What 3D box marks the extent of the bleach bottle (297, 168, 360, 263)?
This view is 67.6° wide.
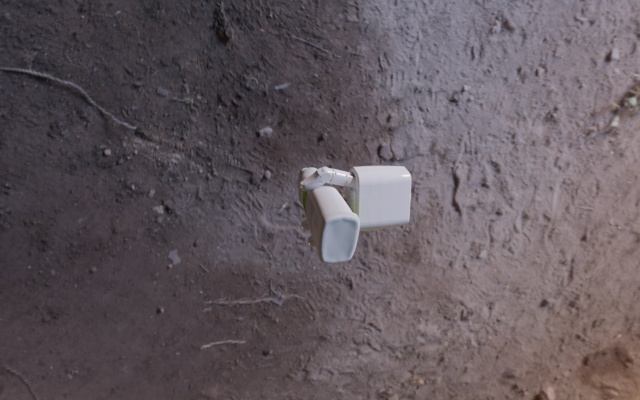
[{"bbox_3d":[0.000,0.003,0.882,0.068,0.103,0.250,-2,32,-15],"label":"bleach bottle"}]
